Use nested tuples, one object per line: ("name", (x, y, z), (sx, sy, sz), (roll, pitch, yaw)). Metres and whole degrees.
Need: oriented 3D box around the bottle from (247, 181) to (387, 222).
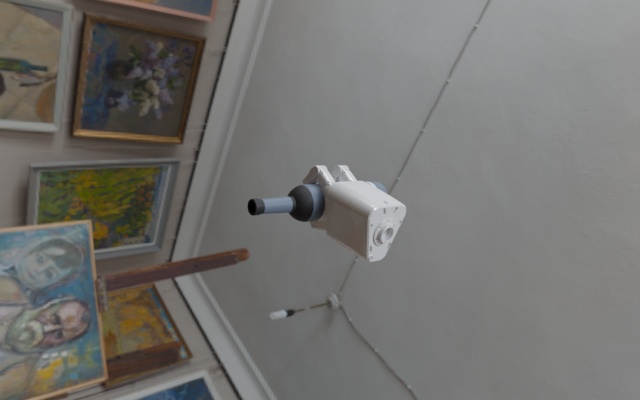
("bottle", (0.000, 0.003, 0.867), (0.296, 0.069, 0.069), (-4, 3, -41))
